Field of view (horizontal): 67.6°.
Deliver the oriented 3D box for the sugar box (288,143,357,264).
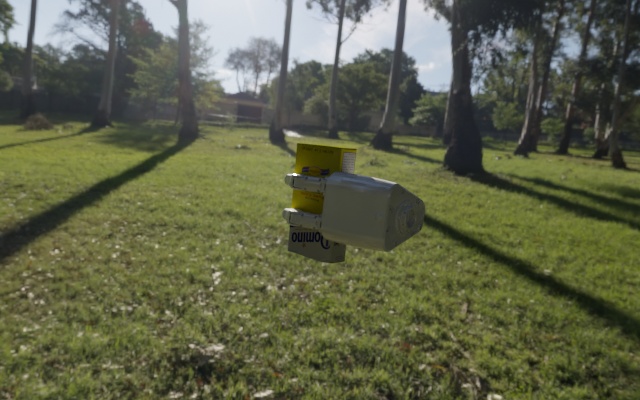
[{"bbox_3d":[0.000,0.002,0.743,0.093,0.176,0.048,11,7,40],"label":"sugar box"}]
